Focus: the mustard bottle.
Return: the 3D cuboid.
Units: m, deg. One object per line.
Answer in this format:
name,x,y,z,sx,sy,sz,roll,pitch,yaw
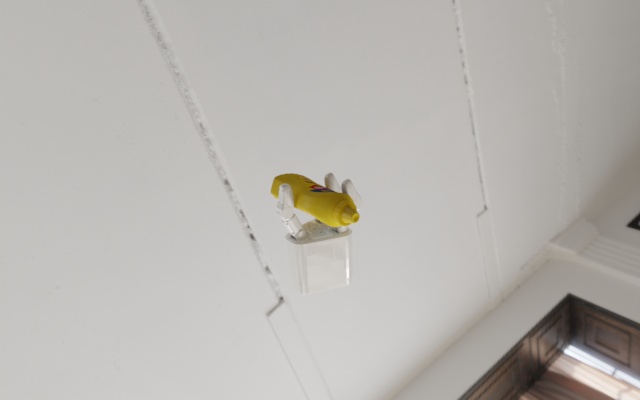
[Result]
mustard bottle,0.000,0.002,0.811,0.096,0.058,0.191,12,8,-38
